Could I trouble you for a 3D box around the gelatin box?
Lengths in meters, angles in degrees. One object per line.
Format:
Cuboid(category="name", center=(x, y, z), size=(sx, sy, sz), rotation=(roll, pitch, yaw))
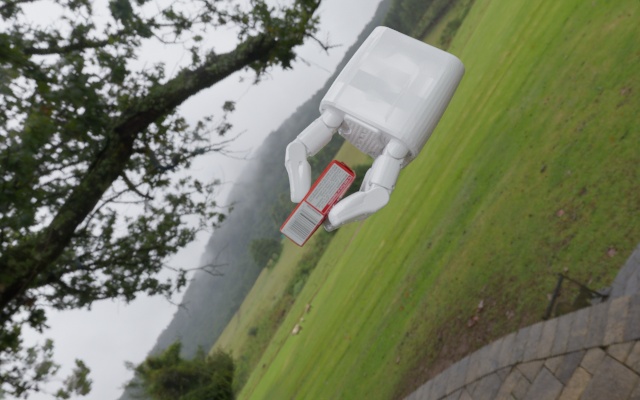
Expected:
Cuboid(category="gelatin box", center=(-0.001, 0.002, 0.484), size=(0.030, 0.089, 0.073), rotation=(38, 3, 1))
